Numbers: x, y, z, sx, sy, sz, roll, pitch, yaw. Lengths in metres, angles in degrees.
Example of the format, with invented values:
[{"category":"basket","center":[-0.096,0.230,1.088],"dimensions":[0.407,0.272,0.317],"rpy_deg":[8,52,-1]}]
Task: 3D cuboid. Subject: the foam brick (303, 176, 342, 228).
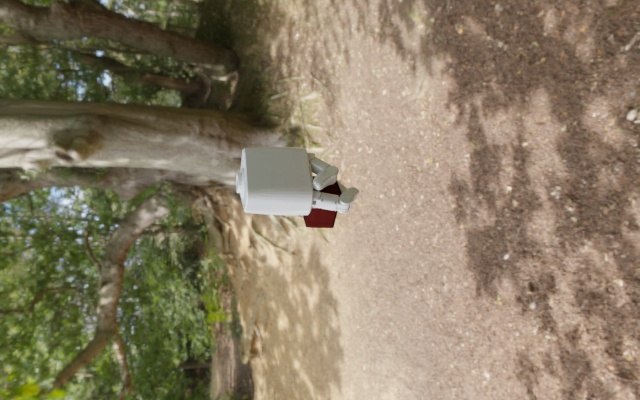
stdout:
[{"category":"foam brick","center":[0.000,0.003,0.826],"dimensions":[0.051,0.078,0.053],"rpy_deg":[0,39,-16]}]
